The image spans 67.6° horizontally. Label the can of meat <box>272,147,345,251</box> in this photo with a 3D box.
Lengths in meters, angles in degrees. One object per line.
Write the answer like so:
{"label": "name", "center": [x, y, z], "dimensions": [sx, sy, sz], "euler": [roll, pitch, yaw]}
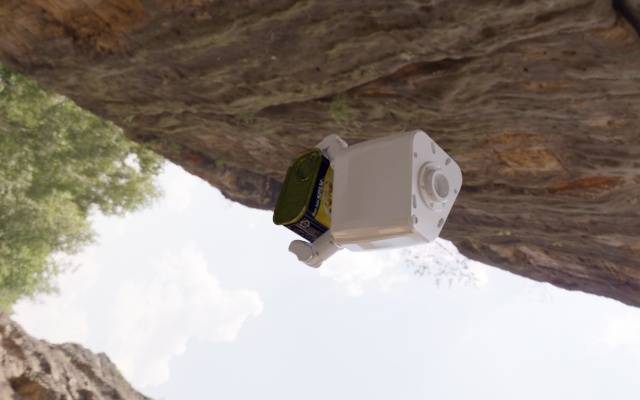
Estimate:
{"label": "can of meat", "center": [0.000, 0.002, 0.578], "dimensions": [0.084, 0.102, 0.057], "euler": [34, -32, -32]}
